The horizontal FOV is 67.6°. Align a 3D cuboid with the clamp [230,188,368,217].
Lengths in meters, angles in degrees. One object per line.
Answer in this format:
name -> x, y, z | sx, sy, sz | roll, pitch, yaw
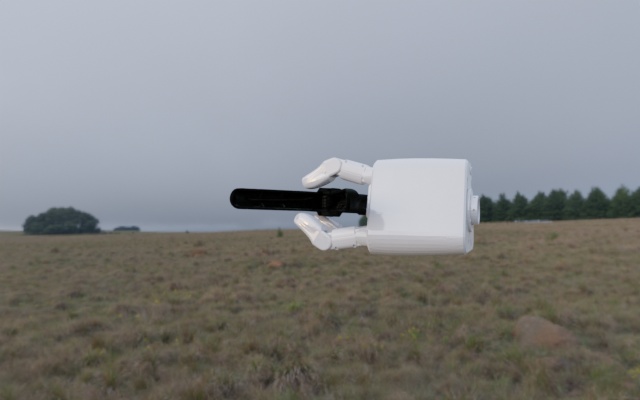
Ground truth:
clamp -> 0.001, 0.001, 0.605 | 0.164, 0.036, 0.210 | 2, -1, 23
